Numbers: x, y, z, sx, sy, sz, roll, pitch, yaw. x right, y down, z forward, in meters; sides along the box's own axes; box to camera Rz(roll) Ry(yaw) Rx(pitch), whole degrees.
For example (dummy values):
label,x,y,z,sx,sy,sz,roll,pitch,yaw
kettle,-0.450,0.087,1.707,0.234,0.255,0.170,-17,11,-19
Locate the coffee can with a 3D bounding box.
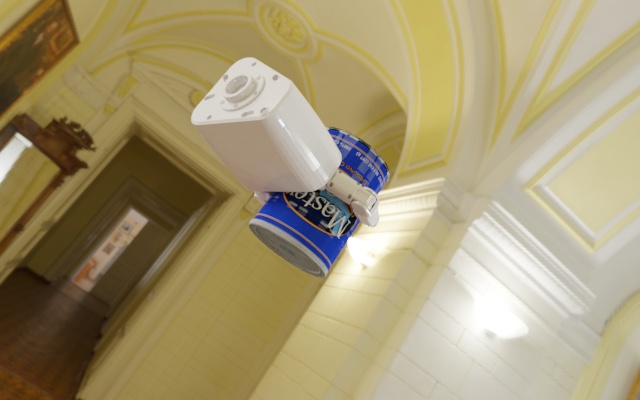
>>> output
label,x,y,z,sx,sy,sz,roll,pitch,yaw
coffee can,0.000,0.002,0.547,0.103,0.140,0.103,31,-18,11
